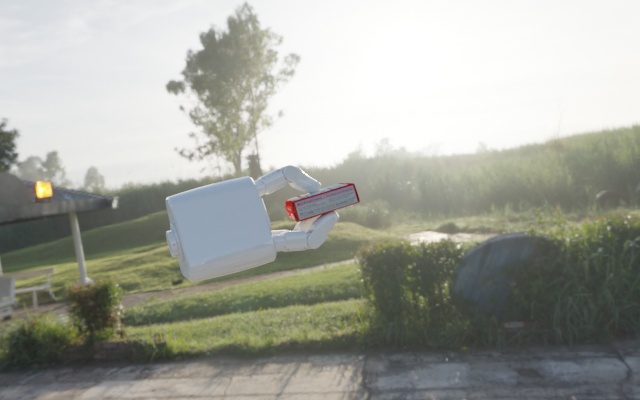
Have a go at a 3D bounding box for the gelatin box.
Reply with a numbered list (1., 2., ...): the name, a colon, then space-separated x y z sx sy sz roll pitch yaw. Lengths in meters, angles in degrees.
1. gelatin box: 0.000 0.002 0.646 0.089 0.030 0.073 -18 5 -10
